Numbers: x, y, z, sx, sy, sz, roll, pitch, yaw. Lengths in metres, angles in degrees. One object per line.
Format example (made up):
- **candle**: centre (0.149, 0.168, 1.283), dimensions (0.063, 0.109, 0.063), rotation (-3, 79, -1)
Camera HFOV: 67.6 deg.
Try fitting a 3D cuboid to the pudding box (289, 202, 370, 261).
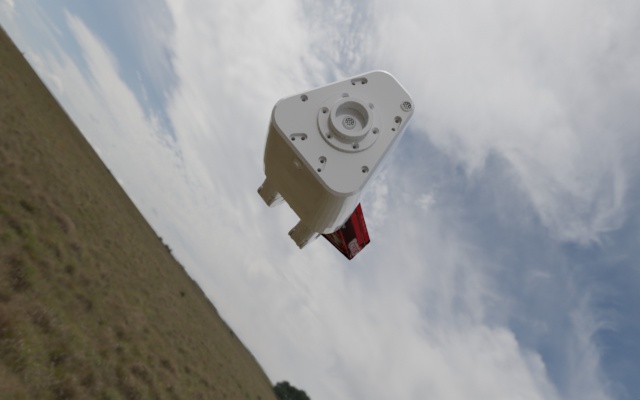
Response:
- **pudding box**: centre (0.000, 0.002, 0.519), dimensions (0.113, 0.039, 0.090), rotation (42, -17, 35)
